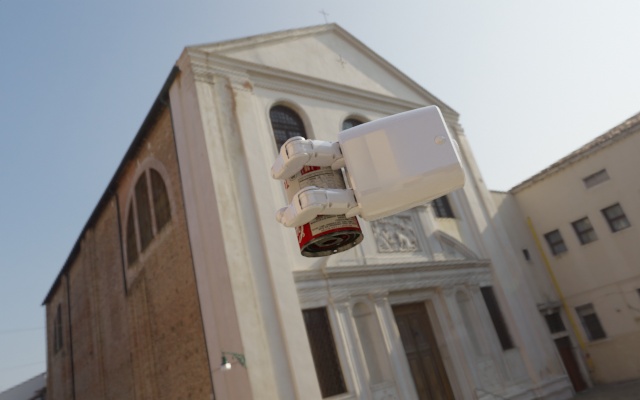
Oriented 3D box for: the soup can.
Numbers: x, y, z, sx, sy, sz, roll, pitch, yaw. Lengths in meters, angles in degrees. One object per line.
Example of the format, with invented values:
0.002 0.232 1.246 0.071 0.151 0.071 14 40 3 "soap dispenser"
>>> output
0.000 0.002 0.512 0.068 0.102 0.068 -13 -22 -5 "soup can"
